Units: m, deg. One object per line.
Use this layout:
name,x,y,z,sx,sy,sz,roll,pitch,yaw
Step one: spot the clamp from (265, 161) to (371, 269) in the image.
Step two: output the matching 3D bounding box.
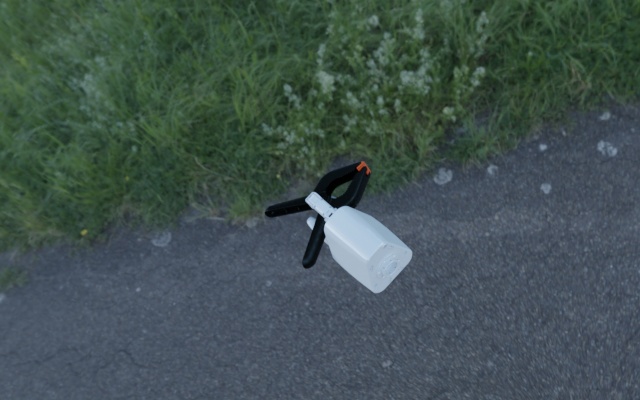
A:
clamp,0.000,0.002,0.871,0.164,0.210,0.036,40,-6,39
